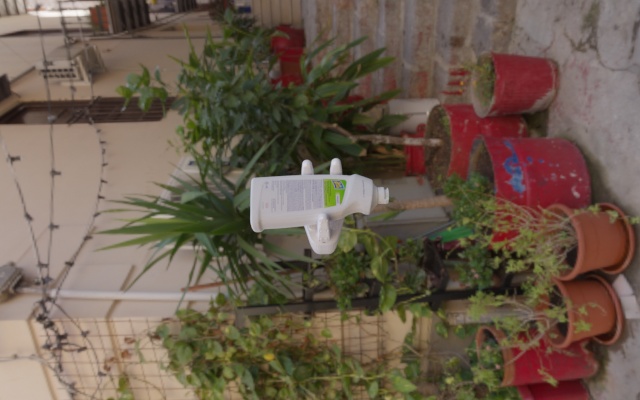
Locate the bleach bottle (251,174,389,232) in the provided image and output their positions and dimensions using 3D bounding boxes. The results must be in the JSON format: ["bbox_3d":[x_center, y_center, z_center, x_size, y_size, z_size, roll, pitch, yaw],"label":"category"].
[{"bbox_3d":[0.000,0.003,0.883,0.251,0.102,0.068,-2,-17,0],"label":"bleach bottle"}]
